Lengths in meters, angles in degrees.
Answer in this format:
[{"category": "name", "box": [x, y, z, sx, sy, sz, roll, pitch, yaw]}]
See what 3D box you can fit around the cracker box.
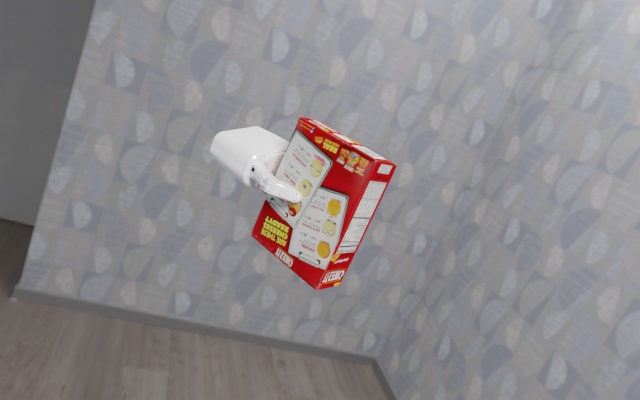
[{"category": "cracker box", "box": [0.000, 0.002, 0.738, 0.164, 0.214, 0.072, 35, 19, 35]}]
